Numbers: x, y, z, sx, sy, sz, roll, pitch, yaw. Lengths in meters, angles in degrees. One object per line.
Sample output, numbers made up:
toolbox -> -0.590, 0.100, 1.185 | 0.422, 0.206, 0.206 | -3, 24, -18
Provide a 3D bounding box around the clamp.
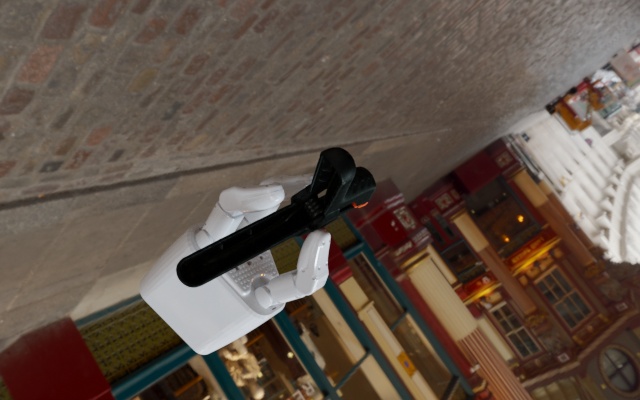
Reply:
clamp -> 0.001, 0.002, 0.402 | 0.164, 0.036, 0.210 | -35, -9, 32
